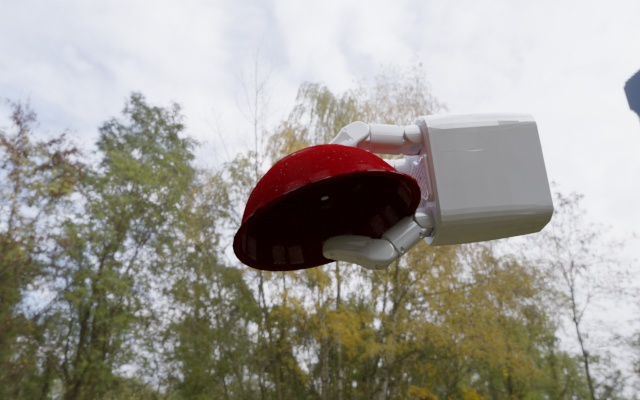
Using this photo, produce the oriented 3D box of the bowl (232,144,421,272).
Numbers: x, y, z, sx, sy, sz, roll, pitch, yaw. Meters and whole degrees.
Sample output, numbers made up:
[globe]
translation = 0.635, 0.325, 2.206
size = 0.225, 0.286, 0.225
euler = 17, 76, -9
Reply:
[bowl]
translation = -0.001, 0.001, 0.406
size = 0.162, 0.055, 0.162
euler = -15, -27, -8
